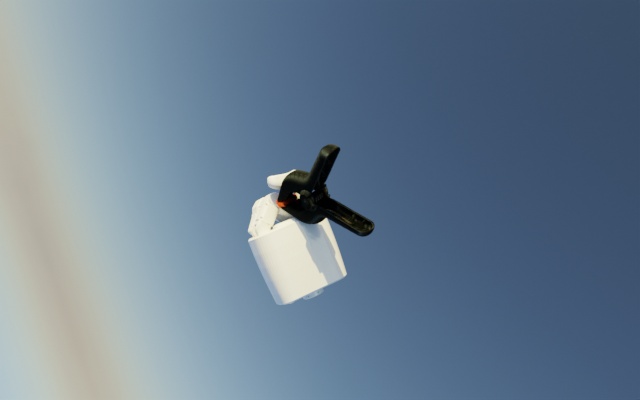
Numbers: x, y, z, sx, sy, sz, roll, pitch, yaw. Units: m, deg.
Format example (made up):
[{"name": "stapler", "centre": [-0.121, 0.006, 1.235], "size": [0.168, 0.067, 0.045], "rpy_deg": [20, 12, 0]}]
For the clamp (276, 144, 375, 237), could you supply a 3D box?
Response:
[{"name": "clamp", "centre": [0.000, 0.002, 0.628], "size": [0.039, 0.120, 0.171], "rpy_deg": [-26, 2, -30]}]
